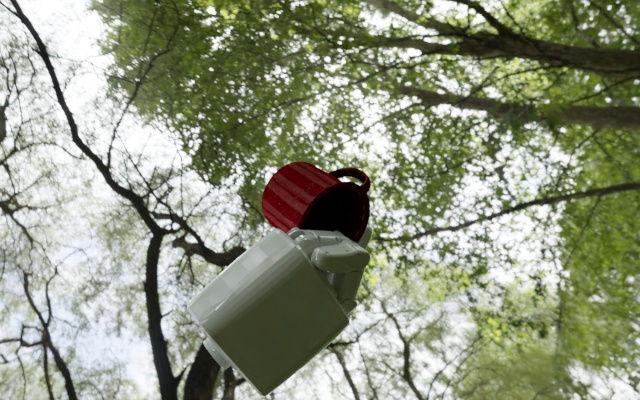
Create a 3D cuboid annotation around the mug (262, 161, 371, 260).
[{"bbox_3d":[0.001,0.001,0.507,0.117,0.093,0.081,-39,43,-17],"label":"mug"}]
